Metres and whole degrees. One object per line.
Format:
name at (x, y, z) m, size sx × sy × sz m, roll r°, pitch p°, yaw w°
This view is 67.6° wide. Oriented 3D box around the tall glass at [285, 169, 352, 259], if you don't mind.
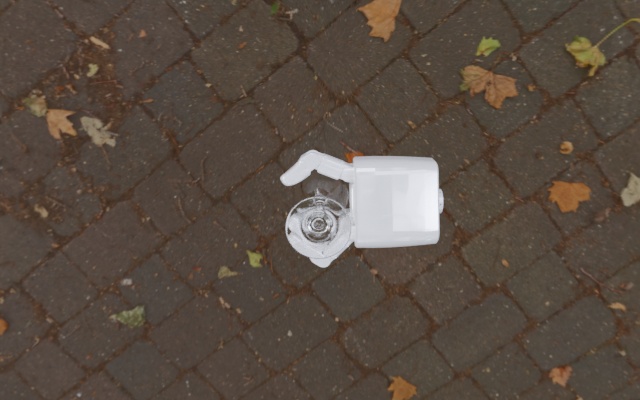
tall glass at (0.000, 0.002, 0.627) m, size 0.079 × 0.079 × 0.201 m, roll 0°, pitch 17°, yaw 1°
